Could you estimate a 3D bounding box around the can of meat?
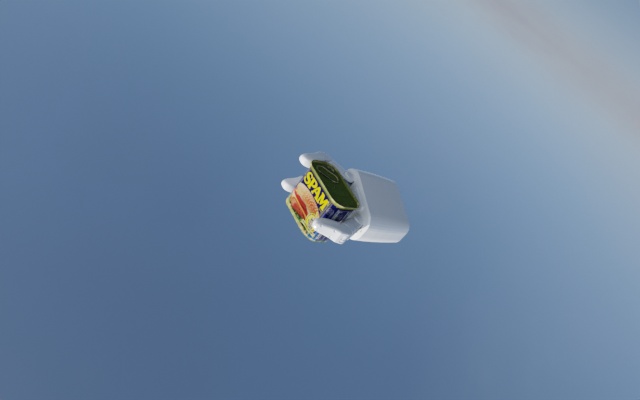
[{"bbox_3d":[0.000,0.003,0.742,0.057,0.102,0.084,6,-47,-43],"label":"can of meat"}]
